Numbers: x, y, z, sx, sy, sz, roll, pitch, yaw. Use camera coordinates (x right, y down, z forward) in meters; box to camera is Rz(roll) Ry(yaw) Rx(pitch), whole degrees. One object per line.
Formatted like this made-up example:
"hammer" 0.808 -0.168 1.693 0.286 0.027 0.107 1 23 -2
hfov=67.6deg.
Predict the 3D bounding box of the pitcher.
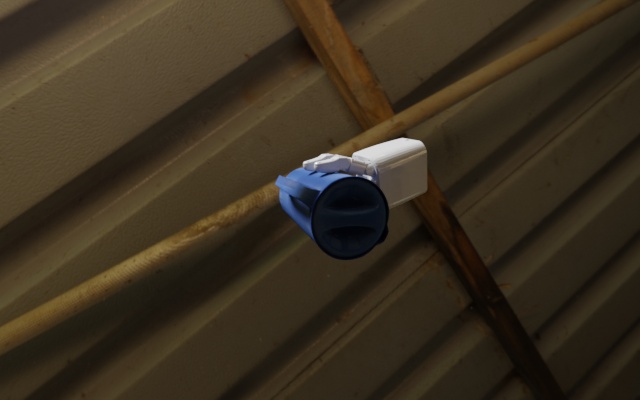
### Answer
"pitcher" 0.000 0.003 0.838 0.145 0.149 0.242 -21 17 -16
